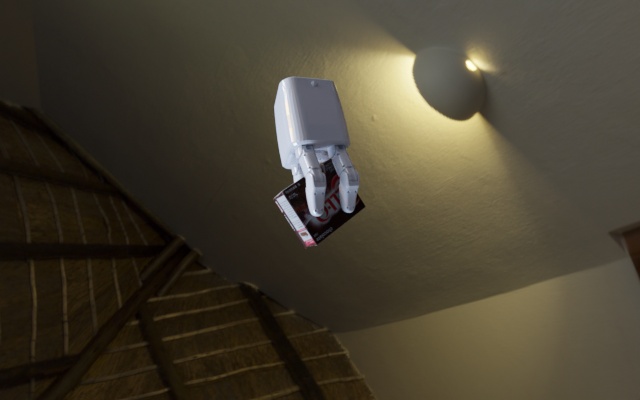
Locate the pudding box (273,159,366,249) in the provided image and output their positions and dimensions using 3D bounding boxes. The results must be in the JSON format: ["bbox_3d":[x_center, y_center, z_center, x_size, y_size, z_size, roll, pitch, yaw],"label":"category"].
[{"bbox_3d":[0.000,0.002,0.695,0.113,0.090,0.039,-36,5,-32],"label":"pudding box"}]
